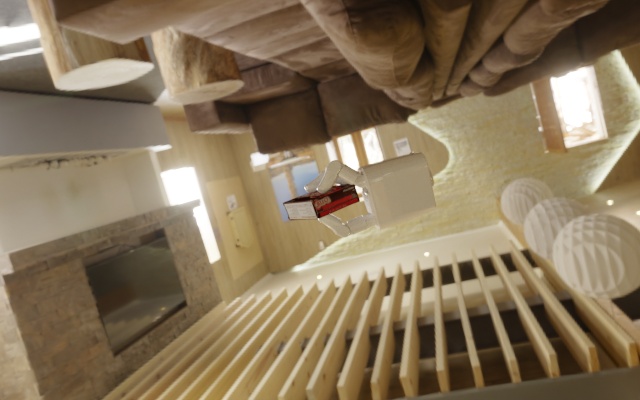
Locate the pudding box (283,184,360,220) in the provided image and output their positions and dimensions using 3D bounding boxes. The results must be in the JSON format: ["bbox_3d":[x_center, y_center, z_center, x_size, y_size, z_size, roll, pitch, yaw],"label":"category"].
[{"bbox_3d":[0.000,0.003,0.824,0.090,0.039,0.113,-21,5,-29],"label":"pudding box"}]
